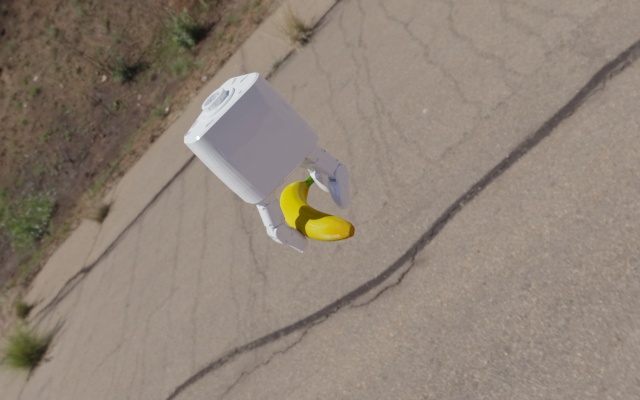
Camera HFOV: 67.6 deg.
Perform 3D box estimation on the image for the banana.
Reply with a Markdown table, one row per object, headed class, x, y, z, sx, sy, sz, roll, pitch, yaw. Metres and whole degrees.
| class | x | y | z | sx | sy | sz | roll | pitch | yaw |
| --- | --- | --- | --- | --- | --- | --- | --- | --- | --- |
| banana | -0.016 | 0.012 | 0.636 | 0.069 | 0.037 | 0.197 | -36 | 29 | 1 |
